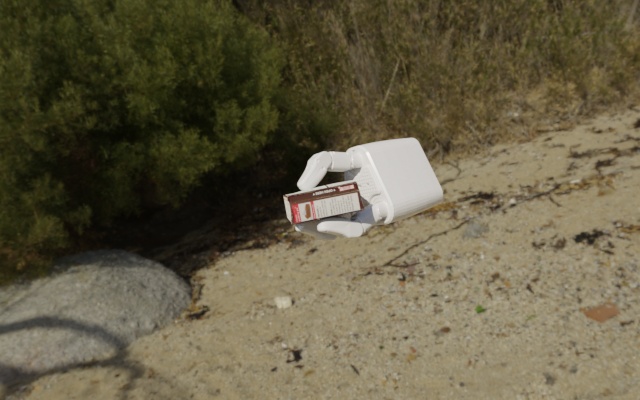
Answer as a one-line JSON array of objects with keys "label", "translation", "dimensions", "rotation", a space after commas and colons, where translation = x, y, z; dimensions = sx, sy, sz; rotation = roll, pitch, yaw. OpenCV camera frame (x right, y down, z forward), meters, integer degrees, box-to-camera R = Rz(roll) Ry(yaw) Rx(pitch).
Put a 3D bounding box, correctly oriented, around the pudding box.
[{"label": "pudding box", "translation": [0.000, 0.002, 0.613], "dimensions": [0.090, 0.039, 0.113], "rotation": [-12, 1, -6]}]
